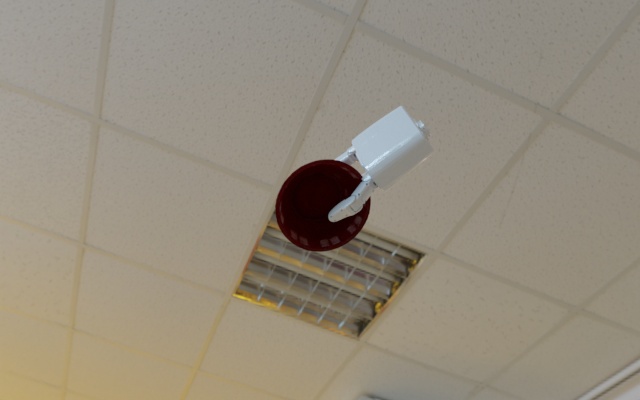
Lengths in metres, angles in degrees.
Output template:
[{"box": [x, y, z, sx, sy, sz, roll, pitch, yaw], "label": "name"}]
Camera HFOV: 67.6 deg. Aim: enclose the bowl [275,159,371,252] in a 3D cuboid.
[{"box": [-0.001, 0.003, 0.805, 0.162, 0.162, 0.055, 0, 19, -15], "label": "bowl"}]
